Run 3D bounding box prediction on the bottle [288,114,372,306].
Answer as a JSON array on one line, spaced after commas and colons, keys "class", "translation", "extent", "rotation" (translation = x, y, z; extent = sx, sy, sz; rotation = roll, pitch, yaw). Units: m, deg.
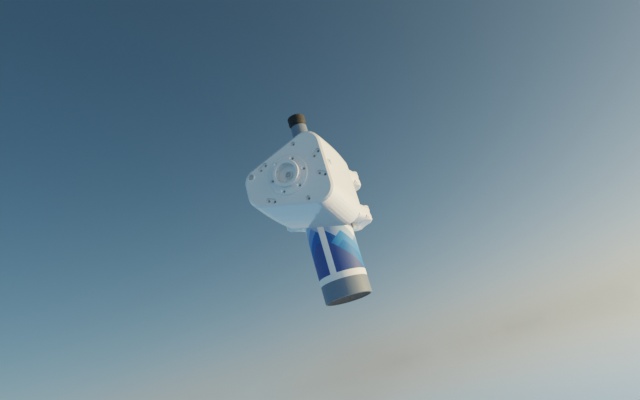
[{"class": "bottle", "translation": [0.000, 0.003, 0.704], "extent": [0.069, 0.295, 0.069], "rotation": [-14, -20, -5]}]
